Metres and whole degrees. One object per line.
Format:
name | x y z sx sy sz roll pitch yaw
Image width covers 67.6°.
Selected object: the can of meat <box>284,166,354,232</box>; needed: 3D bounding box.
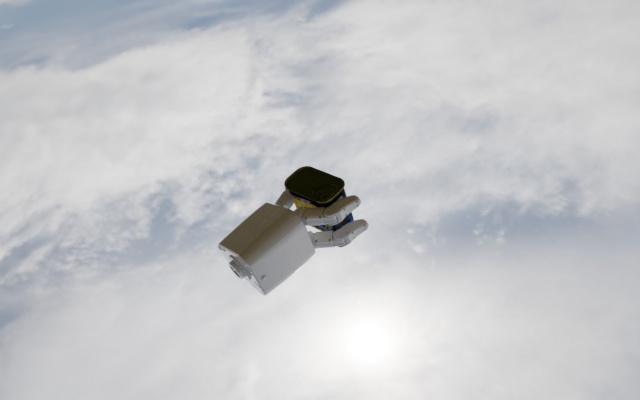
can of meat | 0.000 0.003 0.765 0.102 0.084 0.057 24 57 39
